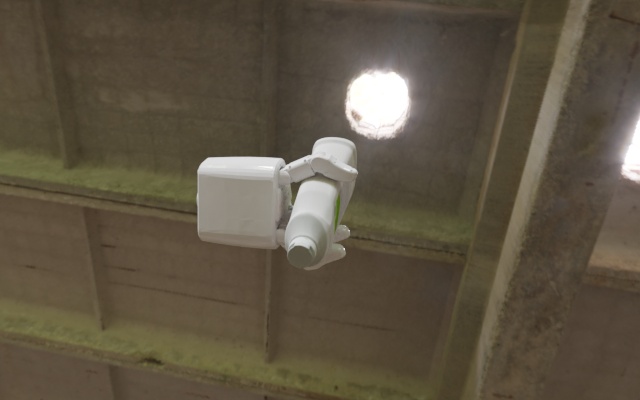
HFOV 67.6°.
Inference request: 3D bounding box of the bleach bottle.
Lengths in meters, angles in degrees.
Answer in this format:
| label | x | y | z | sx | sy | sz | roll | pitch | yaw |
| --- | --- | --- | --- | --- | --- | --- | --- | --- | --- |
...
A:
| label | x | y | z | sx | sy | sz | roll | pitch | yaw |
| --- | --- | --- | --- | --- | --- | --- | --- | --- | --- |
| bleach bottle | 0.000 | 0.002 | 0.622 | 0.068 | 0.103 | 0.250 | 4 | 25 | 9 |
